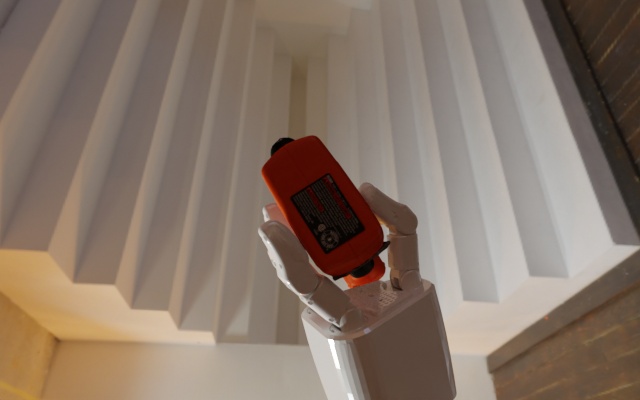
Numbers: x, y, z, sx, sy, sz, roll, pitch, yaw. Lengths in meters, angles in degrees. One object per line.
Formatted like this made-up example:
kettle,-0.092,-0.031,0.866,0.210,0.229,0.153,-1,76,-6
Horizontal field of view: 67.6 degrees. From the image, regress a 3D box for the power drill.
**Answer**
power drill,0.000,0.002,0.439,0.057,0.184,0.188,-35,-9,0
